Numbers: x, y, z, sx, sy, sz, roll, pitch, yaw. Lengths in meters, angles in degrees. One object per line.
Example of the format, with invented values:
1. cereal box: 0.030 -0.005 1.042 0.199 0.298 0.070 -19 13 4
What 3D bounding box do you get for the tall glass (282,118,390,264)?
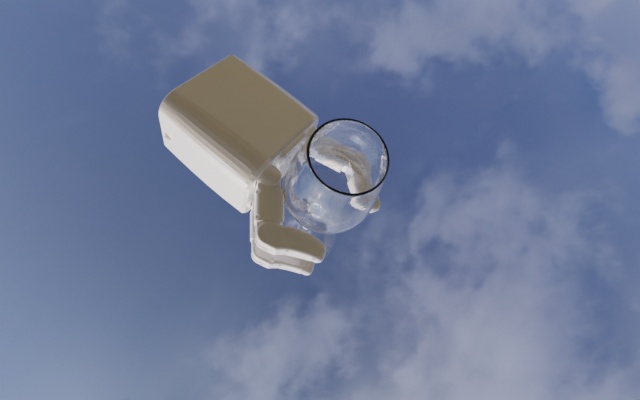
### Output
1. tall glass: 0.000 0.002 0.433 0.079 0.079 0.201 0 -20 -13
